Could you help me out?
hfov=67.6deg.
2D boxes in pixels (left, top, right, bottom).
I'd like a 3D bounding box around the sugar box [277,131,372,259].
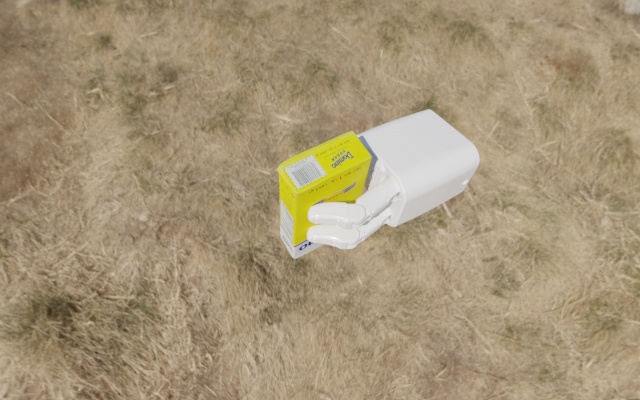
[{"bbox_3d":[0.000,0.002,0.557,0.093,0.048,0.176,-26,-26,-16],"label":"sugar box"}]
